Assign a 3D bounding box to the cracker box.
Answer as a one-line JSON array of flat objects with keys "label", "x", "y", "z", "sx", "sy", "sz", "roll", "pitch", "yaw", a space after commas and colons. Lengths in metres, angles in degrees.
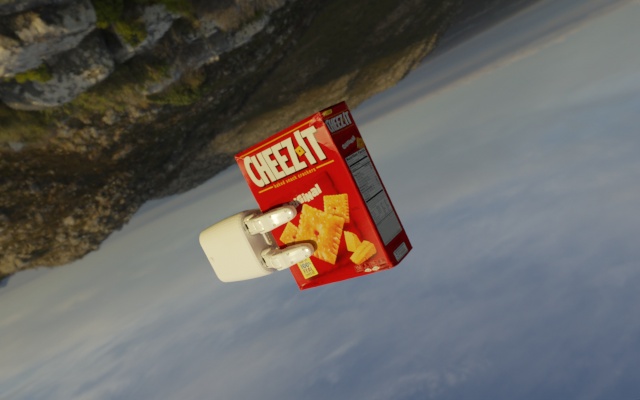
[{"label": "cracker box", "x": 0.000, "y": 0.002, "z": 0.636, "sx": 0.164, "sy": 0.214, "sz": 0.072, "roll": -20, "pitch": 9, "yaw": 38}]
